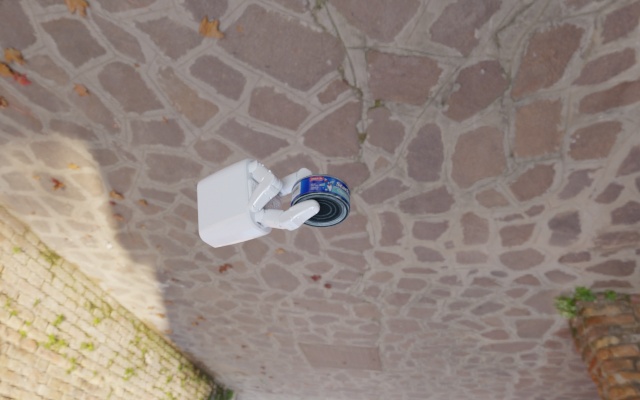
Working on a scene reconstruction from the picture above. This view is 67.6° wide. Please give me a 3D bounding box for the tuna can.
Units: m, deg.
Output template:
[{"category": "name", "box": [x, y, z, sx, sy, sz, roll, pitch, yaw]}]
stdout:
[{"category": "tuna can", "box": [0.000, 0.003, 0.682, 0.086, 0.033, 0.086, 1, -38, 1]}]
